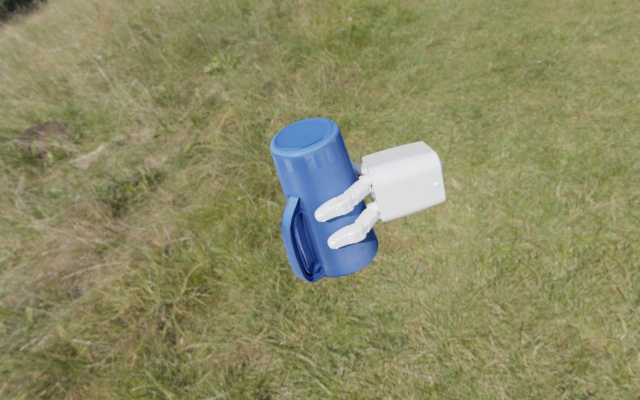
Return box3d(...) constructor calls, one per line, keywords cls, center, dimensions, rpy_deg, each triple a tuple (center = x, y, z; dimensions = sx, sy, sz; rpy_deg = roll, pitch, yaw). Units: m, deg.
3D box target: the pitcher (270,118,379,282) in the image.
box3d(cls="pitcher", center=(0.000, 0.002, 0.762), dimensions=(0.145, 0.243, 0.149), rpy_deg=(-17, 34, 3))
